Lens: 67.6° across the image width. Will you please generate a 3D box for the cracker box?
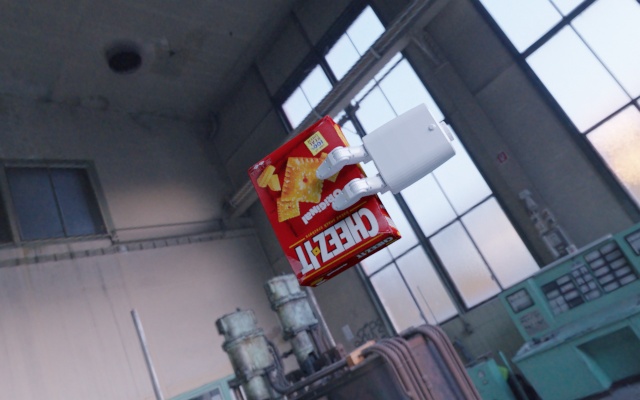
[{"bbox_3d":[0.000,0.002,0.742,0.164,0.213,0.072,-32,-20,14],"label":"cracker box"}]
